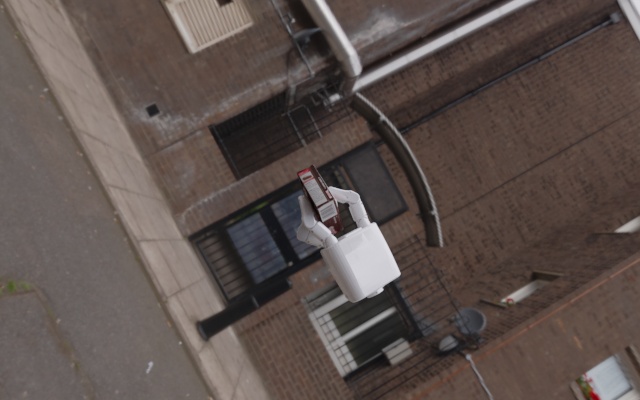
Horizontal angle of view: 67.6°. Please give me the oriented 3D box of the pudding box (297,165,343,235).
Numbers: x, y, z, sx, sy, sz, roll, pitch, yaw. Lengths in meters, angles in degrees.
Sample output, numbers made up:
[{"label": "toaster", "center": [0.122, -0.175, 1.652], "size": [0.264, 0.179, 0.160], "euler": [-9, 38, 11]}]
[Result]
[{"label": "pudding box", "center": [0.000, 0.003, 0.868], "size": [0.039, 0.090, 0.114], "euler": [-27, -32, -7]}]
